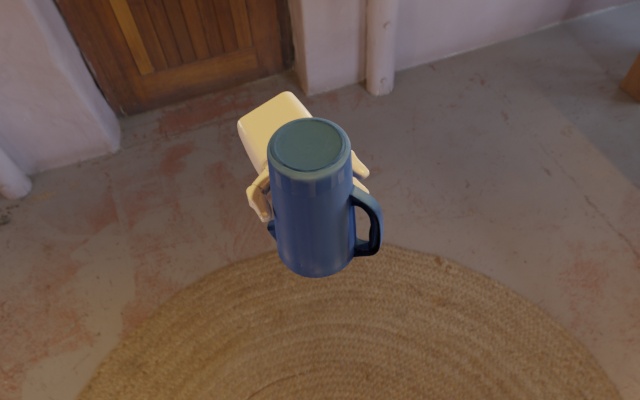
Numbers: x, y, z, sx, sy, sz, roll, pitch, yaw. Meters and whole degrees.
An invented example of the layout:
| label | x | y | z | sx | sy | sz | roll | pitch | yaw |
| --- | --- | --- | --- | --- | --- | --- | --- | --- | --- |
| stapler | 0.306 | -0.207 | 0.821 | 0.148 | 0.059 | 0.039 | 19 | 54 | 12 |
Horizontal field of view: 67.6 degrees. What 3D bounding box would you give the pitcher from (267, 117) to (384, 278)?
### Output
| label | x | y | z | sx | sy | sz | roll | pitch | yaw |
| --- | --- | --- | --- | --- | --- | --- | --- | --- | --- |
| pitcher | 0.000 | 0.002 | 0.691 | 0.149 | 0.145 | 0.243 | -23 | -34 | -14 |
